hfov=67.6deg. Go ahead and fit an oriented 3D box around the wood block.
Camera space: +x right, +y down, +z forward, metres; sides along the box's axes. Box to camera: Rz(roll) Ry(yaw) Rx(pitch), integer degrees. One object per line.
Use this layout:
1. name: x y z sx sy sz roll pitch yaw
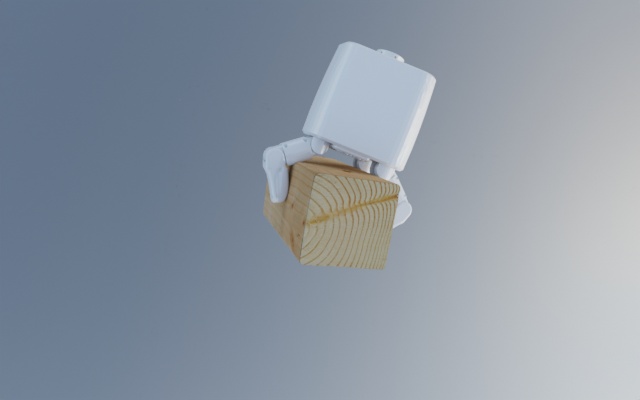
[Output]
1. wood block: 0.000 0.001 0.550 0.091 0.090 0.206 7 9 -18
